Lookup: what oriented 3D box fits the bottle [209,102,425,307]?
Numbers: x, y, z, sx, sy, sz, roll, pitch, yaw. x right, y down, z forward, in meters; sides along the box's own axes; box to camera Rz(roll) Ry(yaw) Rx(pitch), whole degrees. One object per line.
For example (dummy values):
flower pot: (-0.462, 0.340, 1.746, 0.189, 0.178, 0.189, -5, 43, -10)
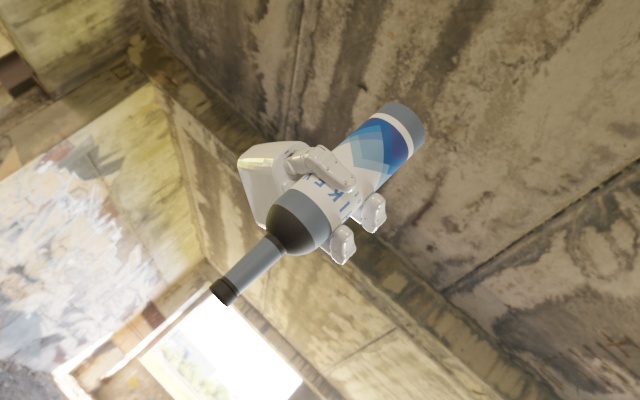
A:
bottle: (0.000, 0.002, 0.519, 0.295, 0.069, 0.069, -43, 20, -23)
